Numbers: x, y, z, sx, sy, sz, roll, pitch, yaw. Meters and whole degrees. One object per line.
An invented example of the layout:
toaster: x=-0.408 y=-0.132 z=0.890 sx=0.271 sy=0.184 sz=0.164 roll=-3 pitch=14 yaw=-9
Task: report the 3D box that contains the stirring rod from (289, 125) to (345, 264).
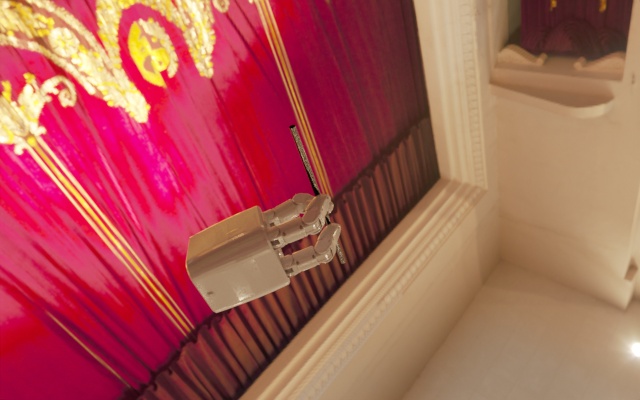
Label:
stirring rod: x=0.000 y=0.002 z=0.631 sx=0.011 sy=0.240 sz=0.011 roll=-12 pitch=39 yaw=10
